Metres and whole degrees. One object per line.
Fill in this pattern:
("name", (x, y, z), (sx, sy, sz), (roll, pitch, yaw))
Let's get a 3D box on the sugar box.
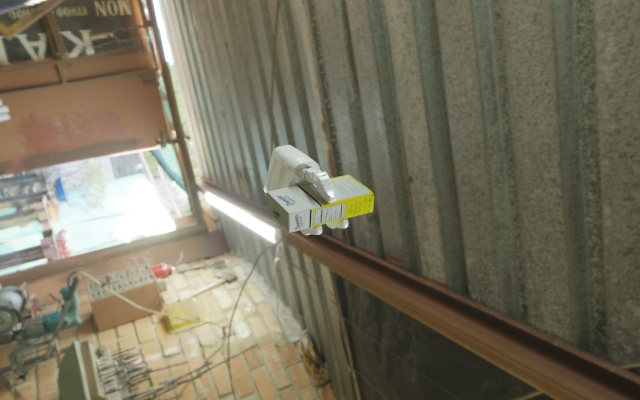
("sugar box", (0.000, 0.003, 0.869), (0.176, 0.048, 0.093), (-15, 32, -25))
